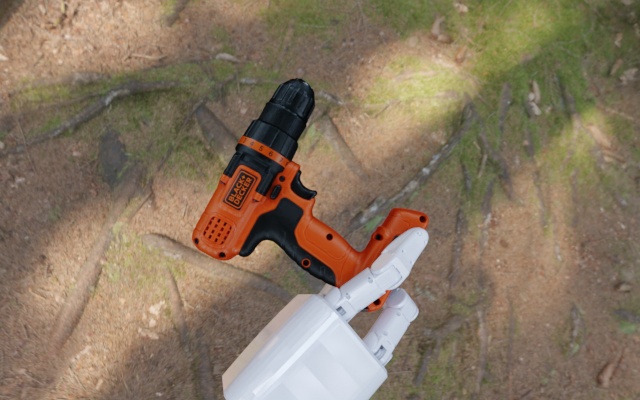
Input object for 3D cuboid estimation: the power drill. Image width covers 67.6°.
[{"bbox_3d":[0.000,0.002,0.443,0.187,0.184,0.057,29,-3,2],"label":"power drill"}]
